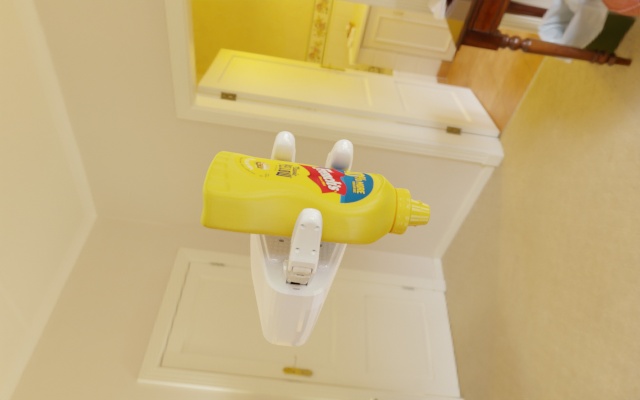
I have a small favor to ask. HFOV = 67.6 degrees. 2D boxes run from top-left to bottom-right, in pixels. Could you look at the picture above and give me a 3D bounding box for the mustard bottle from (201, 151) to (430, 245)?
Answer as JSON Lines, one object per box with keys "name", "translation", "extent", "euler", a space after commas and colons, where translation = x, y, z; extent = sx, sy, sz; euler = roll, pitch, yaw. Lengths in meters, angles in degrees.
{"name": "mustard bottle", "translation": [0.000, 0.001, 0.415], "extent": [0.191, 0.058, 0.096], "euler": [8, 21, -5]}
